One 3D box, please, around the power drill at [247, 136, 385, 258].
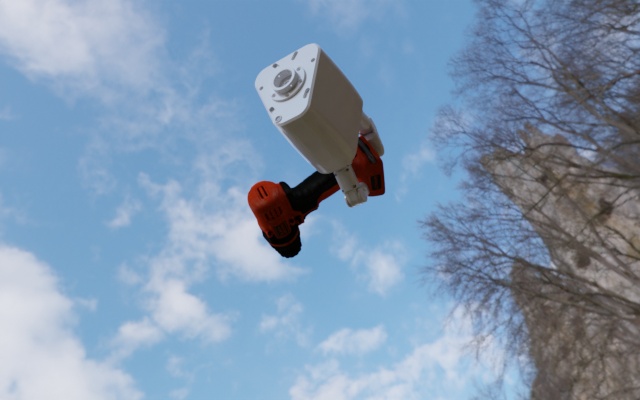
[{"bbox_3d":[0.000,0.002,0.674,0.187,0.057,0.184,-30,-28,-7],"label":"power drill"}]
